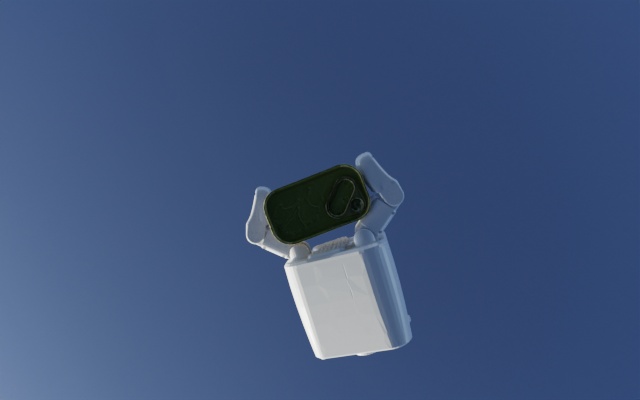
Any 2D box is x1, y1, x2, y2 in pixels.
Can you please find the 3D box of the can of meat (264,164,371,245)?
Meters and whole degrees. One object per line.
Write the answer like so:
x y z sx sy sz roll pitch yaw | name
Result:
0.000 0.002 0.501 0.102 0.057 0.084 -21 1 6 | can of meat
